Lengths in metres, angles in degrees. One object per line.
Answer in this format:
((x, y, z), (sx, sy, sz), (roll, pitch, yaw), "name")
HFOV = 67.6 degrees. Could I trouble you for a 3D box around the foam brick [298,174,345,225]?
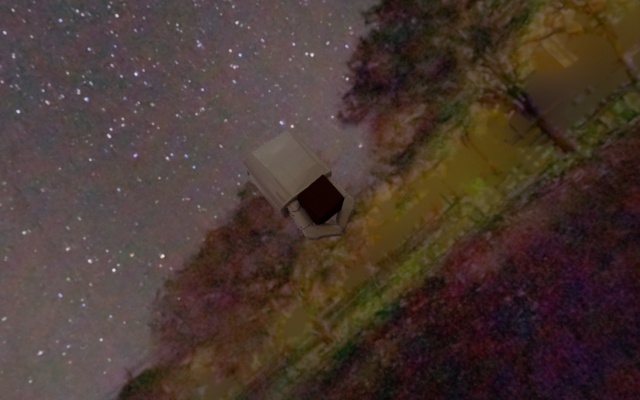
((0.000, 0.002, 0.746), (0.053, 0.051, 0.078), (-39, -9, -9), "foam brick")
